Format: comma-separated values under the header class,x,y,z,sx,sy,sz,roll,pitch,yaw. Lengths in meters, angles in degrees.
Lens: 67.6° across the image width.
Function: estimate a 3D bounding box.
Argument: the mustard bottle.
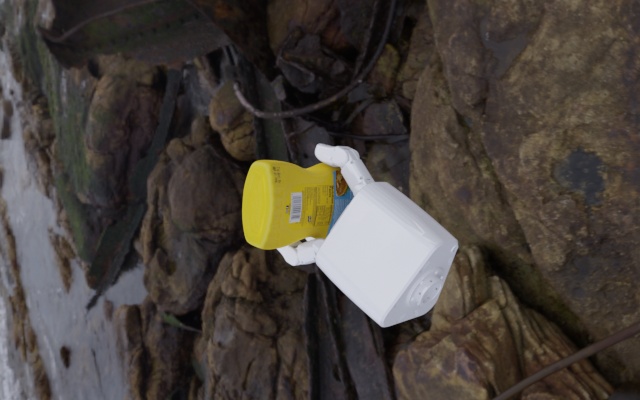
class,x,y,z,sx,sy,sz,roll,pitch,yaw
mustard bottle,0.000,0.002,0.575,0.191,0.096,0.058,-3,10,-43
